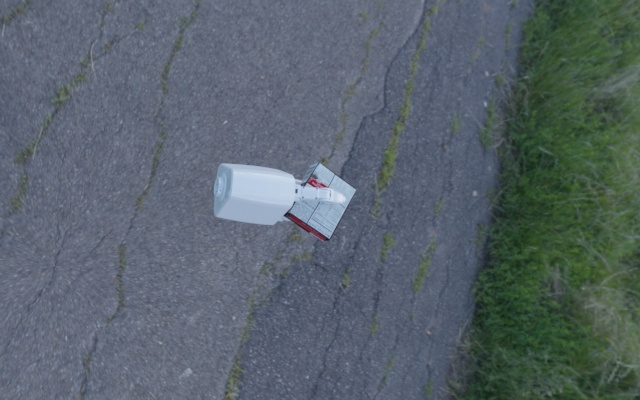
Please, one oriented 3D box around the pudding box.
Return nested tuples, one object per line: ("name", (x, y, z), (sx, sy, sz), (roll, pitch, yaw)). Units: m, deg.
("pudding box", (0.000, 0.003, 0.834), (0.090, 0.113, 0.039), (36, -19, -15))
